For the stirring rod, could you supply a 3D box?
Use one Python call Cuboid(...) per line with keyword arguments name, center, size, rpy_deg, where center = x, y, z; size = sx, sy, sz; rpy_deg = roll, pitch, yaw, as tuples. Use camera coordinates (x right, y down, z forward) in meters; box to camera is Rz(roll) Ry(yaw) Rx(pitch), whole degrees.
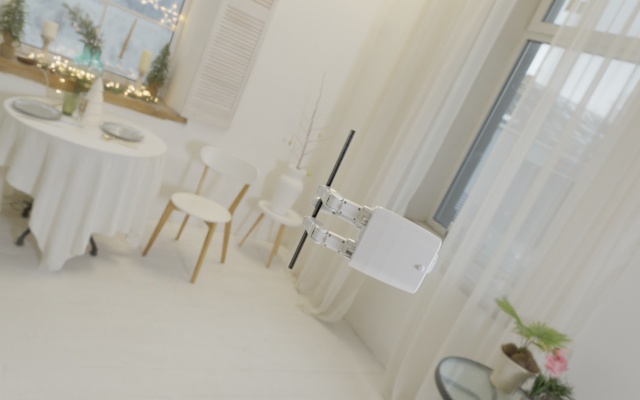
Cuboid(name="stirring rod", center=(0.000, 0.003, 0.735), size=(0.011, 0.239, 0.011), rpy_deg=(23, 15, -6))
